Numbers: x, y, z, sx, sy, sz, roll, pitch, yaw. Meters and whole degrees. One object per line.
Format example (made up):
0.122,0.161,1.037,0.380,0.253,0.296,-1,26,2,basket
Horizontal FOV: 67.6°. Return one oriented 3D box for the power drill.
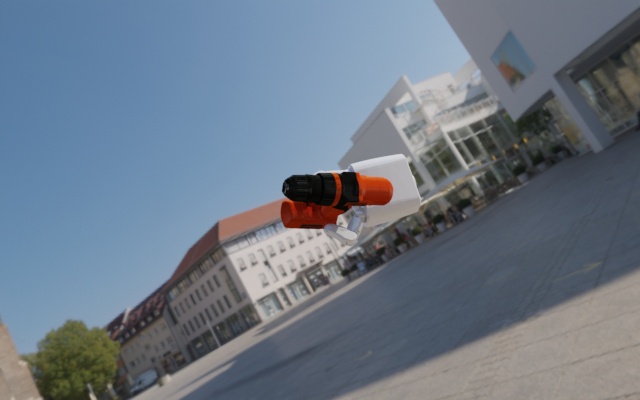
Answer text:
0.000,0.003,0.790,0.184,0.057,0.188,3,-15,-25,power drill
